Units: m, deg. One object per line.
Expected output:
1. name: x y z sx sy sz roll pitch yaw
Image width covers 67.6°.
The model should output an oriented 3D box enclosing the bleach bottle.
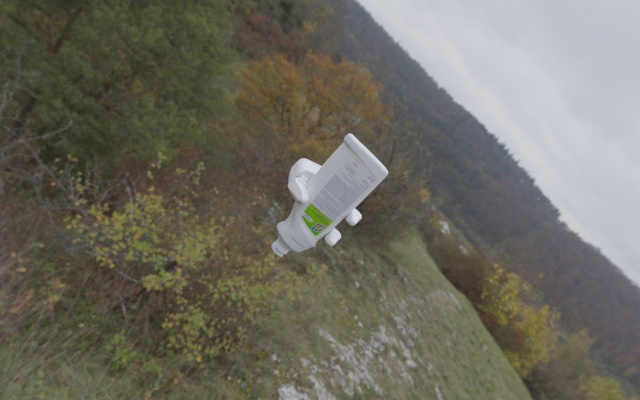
1. bleach bottle: 0.000 0.003 0.866 0.102 0.251 0.068 42 12 -15
